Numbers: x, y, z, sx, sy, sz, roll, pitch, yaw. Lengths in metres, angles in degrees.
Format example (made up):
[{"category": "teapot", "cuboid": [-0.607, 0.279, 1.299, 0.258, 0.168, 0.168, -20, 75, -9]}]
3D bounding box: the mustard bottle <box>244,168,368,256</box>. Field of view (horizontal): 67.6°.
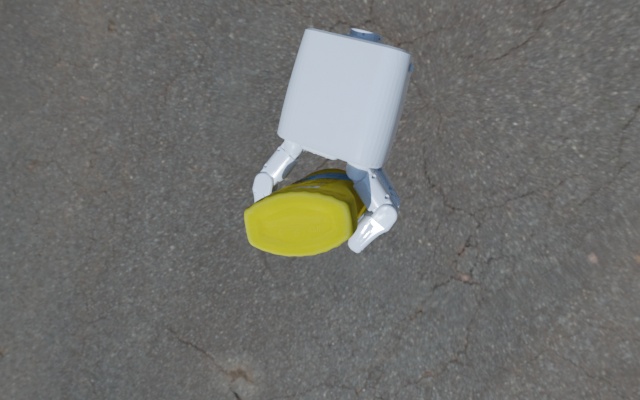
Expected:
[{"category": "mustard bottle", "cuboid": [0.000, 0.002, 0.489, 0.096, 0.058, 0.191, -7, 10, 15]}]
